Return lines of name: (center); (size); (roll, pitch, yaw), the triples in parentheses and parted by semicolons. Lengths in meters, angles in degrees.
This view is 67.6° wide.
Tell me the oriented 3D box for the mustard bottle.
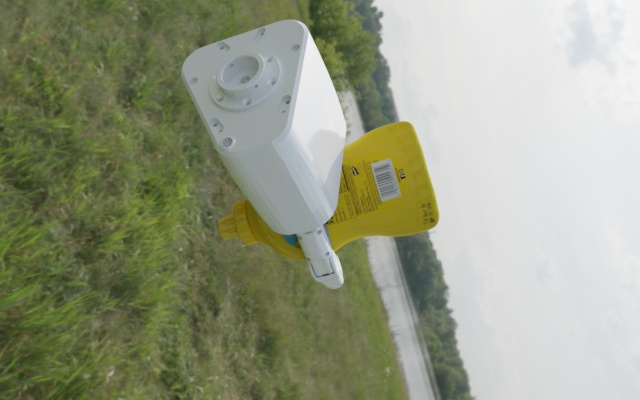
mustard bottle: (0.000, 0.001, 0.424); (0.191, 0.096, 0.058); (-15, -7, 8)
